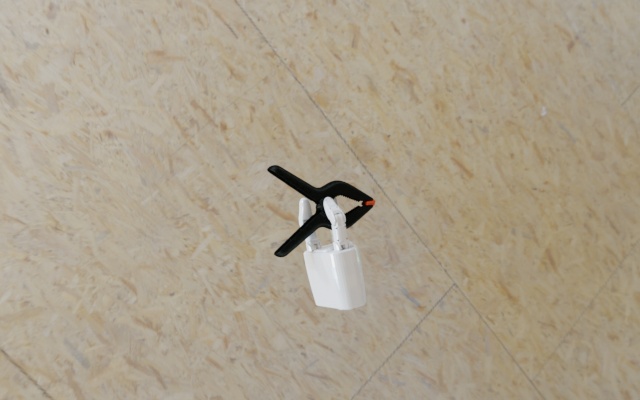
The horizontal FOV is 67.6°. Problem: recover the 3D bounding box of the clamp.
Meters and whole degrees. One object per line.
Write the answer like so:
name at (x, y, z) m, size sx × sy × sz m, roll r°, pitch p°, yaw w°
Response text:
clamp at (0.001, 0.003, 0.881) m, size 0.210 × 0.164 × 0.036 m, roll -12°, pitch 5°, yaw -20°
